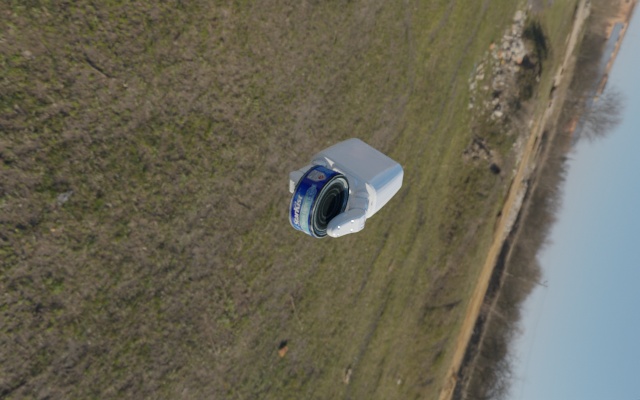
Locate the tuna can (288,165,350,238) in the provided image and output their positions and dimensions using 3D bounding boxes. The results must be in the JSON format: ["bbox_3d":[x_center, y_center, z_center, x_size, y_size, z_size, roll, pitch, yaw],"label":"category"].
[{"bbox_3d":[0.001,0.002,0.584,0.033,0.086,0.086,23,11,27],"label":"tuna can"}]
